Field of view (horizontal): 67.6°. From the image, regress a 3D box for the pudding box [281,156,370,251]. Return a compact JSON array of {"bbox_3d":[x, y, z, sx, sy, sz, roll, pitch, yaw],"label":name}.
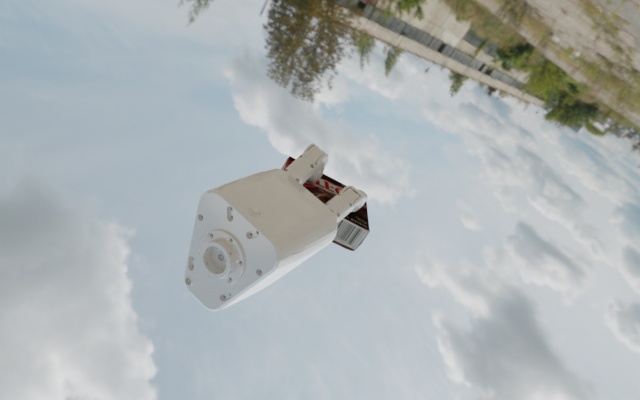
[{"bbox_3d":[0.000,0.002,0.559,0.113,0.039,0.090,29,25,-12],"label":"pudding box"}]
